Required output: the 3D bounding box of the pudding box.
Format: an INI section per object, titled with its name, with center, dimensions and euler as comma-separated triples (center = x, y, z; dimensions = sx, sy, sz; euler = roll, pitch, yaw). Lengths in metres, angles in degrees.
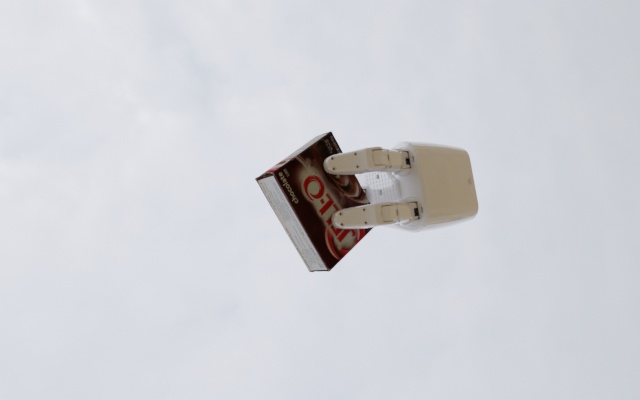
[pudding box]
center = 0.000, 0.002, 0.479
dimensions = 0.039, 0.113, 0.090
euler = -17, 18, 49
